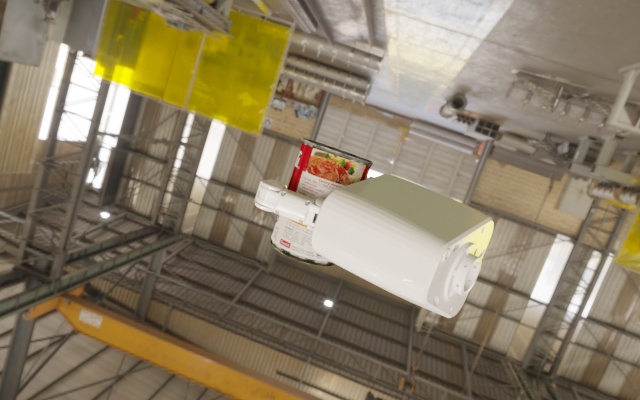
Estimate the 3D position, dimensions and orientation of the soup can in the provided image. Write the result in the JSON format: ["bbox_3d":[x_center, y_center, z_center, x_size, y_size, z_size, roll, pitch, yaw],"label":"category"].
[{"bbox_3d":[0.000,0.002,0.443,0.068,0.102,0.068,18,9,-3],"label":"soup can"}]
